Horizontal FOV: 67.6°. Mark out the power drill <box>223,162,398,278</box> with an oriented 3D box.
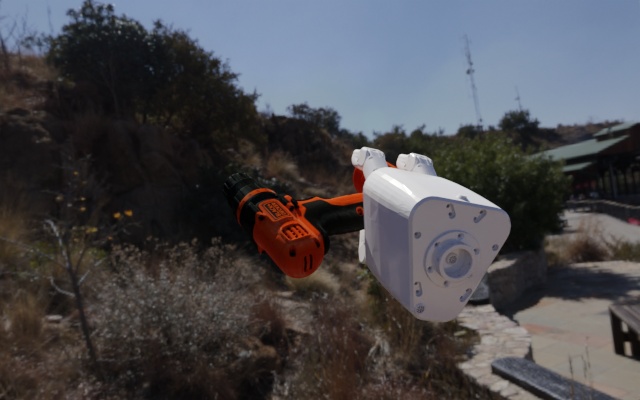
[{"bbox_3d":[0.001,0.002,0.536,0.187,0.057,0.184,-18,37,-25],"label":"power drill"}]
